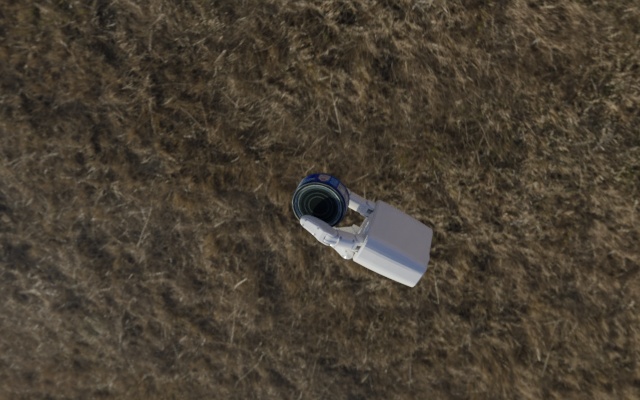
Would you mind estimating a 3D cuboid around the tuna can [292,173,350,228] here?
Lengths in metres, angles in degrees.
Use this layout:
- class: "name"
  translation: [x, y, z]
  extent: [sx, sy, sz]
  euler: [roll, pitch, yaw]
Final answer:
- class: "tuna can"
  translation: [0.000, 0.003, 0.737]
  extent: [0.086, 0.086, 0.033]
  euler: [0, 27, 15]
